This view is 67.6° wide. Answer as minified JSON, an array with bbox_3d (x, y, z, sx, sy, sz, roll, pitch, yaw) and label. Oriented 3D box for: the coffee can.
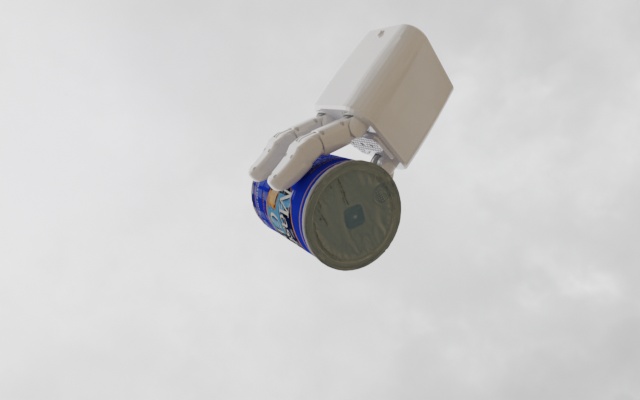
[{"bbox_3d":[0.000,0.002,0.491,0.103,0.103,0.140,0,11,-28],"label":"coffee can"}]
